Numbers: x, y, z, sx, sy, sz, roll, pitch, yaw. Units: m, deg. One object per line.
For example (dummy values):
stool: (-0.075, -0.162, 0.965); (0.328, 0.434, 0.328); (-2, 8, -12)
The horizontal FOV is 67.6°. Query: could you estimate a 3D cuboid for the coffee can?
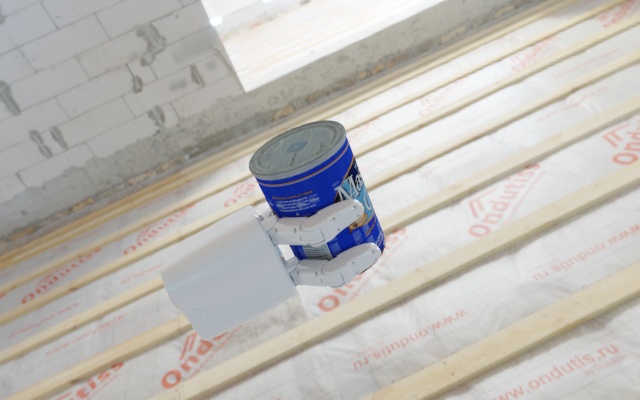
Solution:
coffee can: (0.000, 0.001, 0.504); (0.103, 0.140, 0.102); (-18, 29, 10)
